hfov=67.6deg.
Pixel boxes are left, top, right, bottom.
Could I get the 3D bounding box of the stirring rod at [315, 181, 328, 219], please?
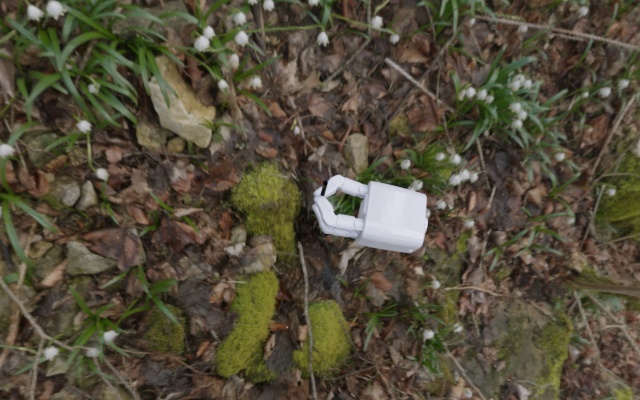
[{"bbox_3d":[0.000,0.003,0.874,0.011,0.011,0.239,0,-15,-4],"label":"stirring rod"}]
